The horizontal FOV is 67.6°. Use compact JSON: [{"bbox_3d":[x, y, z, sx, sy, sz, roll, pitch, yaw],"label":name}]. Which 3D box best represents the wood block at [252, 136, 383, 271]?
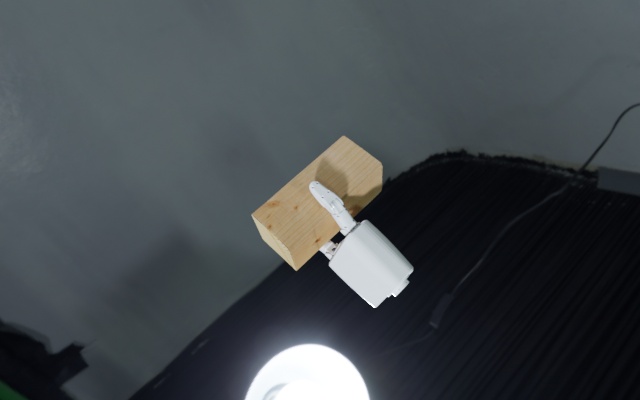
[{"bbox_3d":[0.000,0.003,0.788,0.090,0.206,0.091,40,-19,24],"label":"wood block"}]
